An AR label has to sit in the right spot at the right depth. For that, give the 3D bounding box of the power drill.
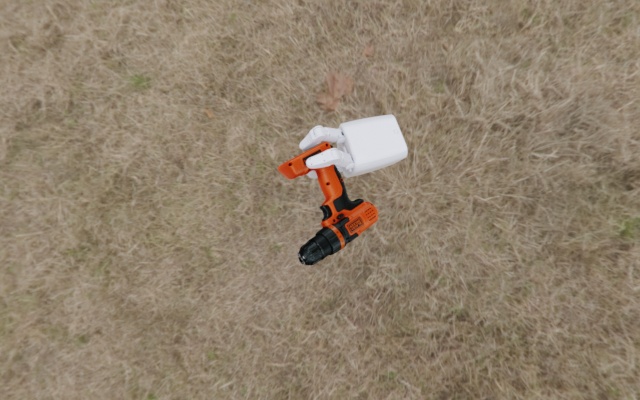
[{"bbox_3d":[0.000,0.002,0.869,0.184,0.187,0.057,-33,8,-30],"label":"power drill"}]
